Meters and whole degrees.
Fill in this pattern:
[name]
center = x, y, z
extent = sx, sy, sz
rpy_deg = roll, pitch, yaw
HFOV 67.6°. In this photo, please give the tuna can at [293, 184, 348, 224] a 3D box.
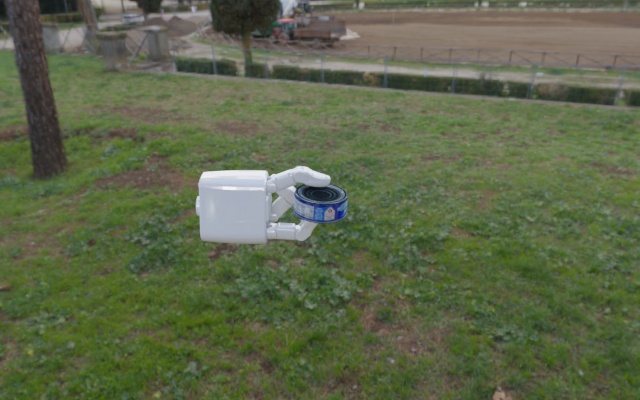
[tuna can]
center = 0.000, 0.002, 0.753
extent = 0.086, 0.034, 0.086
rpy_deg = 4, 24, -2
